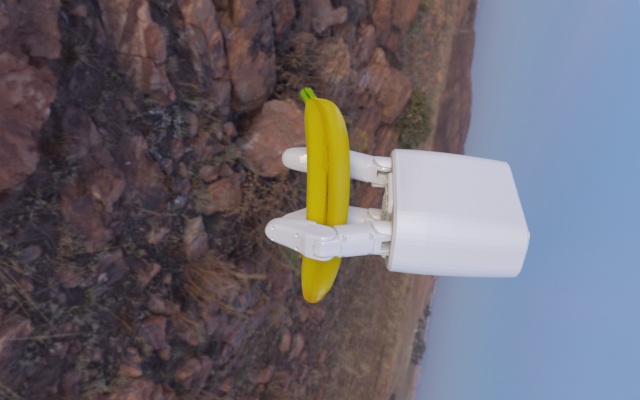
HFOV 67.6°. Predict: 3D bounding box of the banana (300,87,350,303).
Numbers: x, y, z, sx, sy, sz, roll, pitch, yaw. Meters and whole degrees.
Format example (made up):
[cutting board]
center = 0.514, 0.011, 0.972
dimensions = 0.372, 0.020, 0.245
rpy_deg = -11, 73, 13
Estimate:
[banana]
center = 0.003, 0.000, 0.413
dimensions = 0.037, 0.198, 0.069
rpy_deg = 0, 5, -10
